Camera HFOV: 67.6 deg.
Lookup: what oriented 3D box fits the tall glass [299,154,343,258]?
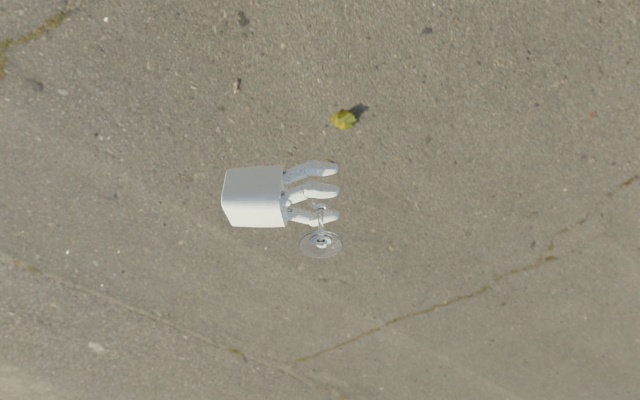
[{"bbox_3d":[0.000,0.003,0.877,0.079,0.200,0.079,0,-43,0],"label":"tall glass"}]
